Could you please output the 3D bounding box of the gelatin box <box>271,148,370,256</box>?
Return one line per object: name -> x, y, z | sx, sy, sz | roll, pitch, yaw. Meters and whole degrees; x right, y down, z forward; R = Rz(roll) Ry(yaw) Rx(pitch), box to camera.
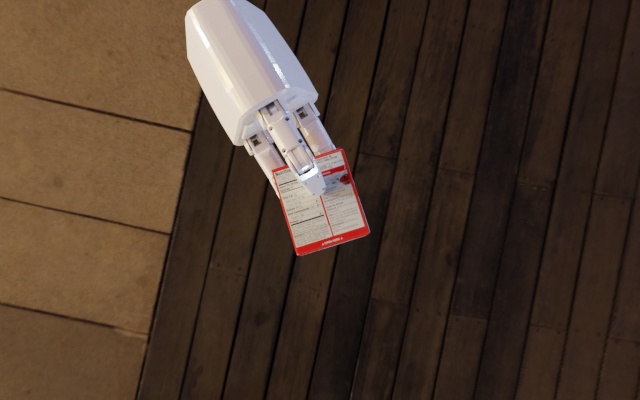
gelatin box -> 0.000, 0.002, 0.466 | 0.073, 0.089, 0.030 | -18, -6, 1
